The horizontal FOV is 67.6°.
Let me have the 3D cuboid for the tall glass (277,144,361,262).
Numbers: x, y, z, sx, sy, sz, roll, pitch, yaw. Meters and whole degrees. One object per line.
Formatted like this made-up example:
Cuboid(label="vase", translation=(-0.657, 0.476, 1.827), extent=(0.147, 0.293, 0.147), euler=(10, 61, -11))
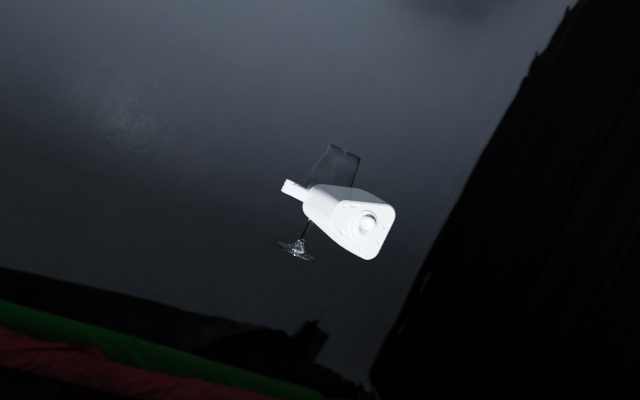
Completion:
Cuboid(label="tall glass", translation=(0.000, 0.003, 0.846), extent=(0.079, 0.201, 0.079), euler=(26, 3, -1))
